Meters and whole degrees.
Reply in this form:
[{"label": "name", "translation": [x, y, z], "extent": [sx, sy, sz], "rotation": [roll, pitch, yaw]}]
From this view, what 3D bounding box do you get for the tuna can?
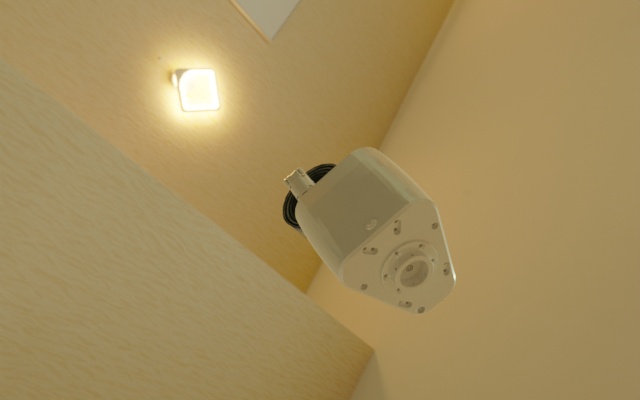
[{"label": "tuna can", "translation": [0.000, 0.002, 0.540], "extent": [0.086, 0.086, 0.034], "rotation": [0, -34, 46]}]
